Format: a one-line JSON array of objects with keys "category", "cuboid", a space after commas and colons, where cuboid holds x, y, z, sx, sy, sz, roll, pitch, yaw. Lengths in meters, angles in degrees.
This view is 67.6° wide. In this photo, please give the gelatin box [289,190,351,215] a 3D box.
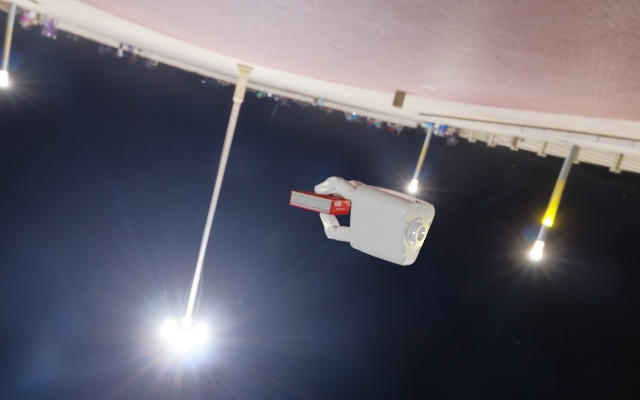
[{"category": "gelatin box", "cuboid": [0.000, 0.003, 0.867, 0.089, 0.030, 0.073, 12, 6, 28]}]
